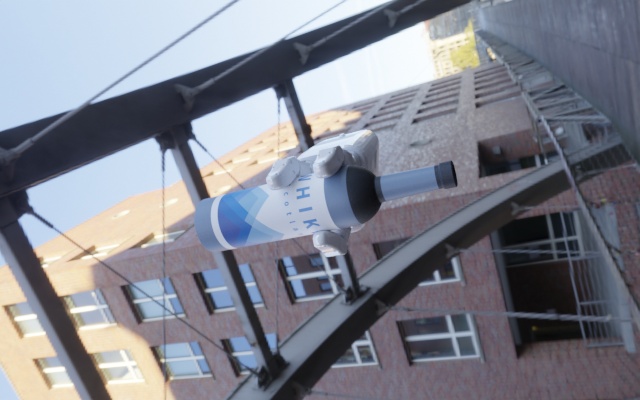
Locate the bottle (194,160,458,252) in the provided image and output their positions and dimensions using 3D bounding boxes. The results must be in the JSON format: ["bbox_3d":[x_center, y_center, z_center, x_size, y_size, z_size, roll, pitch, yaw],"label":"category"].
[{"bbox_3d":[0.000,0.002,0.530,0.296,0.069,0.069,-12,-5,21],"label":"bottle"}]
